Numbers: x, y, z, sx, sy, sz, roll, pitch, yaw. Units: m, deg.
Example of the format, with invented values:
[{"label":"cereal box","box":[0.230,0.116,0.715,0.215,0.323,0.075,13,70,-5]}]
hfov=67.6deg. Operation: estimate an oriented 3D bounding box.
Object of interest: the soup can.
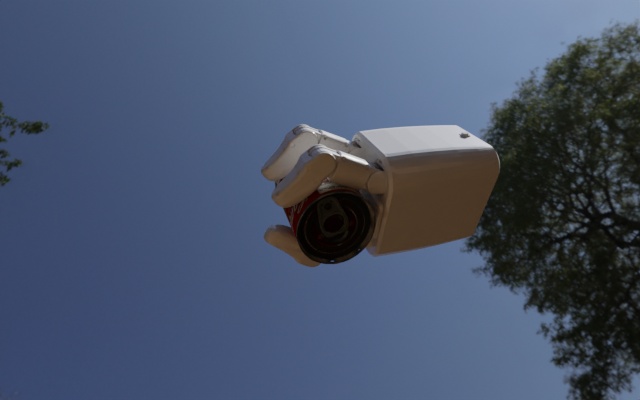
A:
[{"label":"soup can","box":[0.000,0.001,0.433,0.068,0.068,0.102,0,26,-17]}]
